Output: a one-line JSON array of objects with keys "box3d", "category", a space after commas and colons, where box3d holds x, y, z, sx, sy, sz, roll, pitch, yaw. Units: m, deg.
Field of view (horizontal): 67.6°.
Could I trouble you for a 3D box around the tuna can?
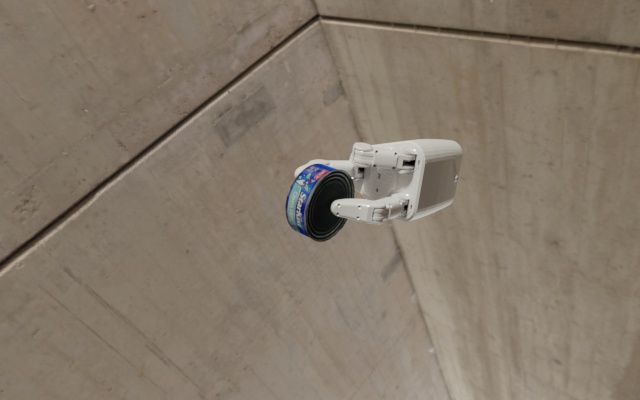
[{"box3d": [0.000, 0.002, 0.545, 0.033, 0.086, 0.086, 22, 13, 35], "category": "tuna can"}]
